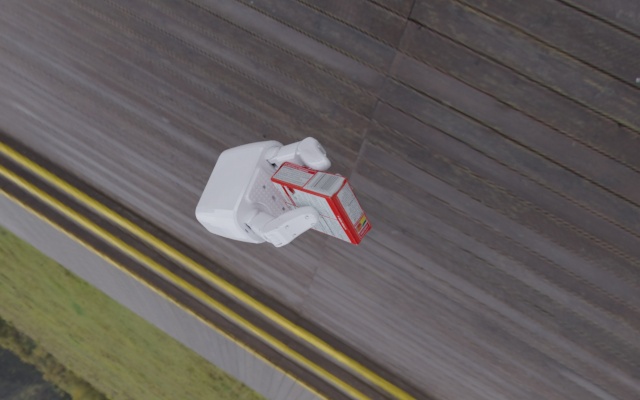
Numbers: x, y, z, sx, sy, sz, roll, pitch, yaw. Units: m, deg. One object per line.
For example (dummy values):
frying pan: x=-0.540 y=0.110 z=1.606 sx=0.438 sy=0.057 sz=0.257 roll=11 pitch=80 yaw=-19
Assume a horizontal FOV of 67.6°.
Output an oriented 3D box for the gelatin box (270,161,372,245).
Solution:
gelatin box: x=0.000 y=0.002 z=0.481 sx=0.089 sy=0.030 sz=0.073 roll=18 pitch=-31 yaw=42
